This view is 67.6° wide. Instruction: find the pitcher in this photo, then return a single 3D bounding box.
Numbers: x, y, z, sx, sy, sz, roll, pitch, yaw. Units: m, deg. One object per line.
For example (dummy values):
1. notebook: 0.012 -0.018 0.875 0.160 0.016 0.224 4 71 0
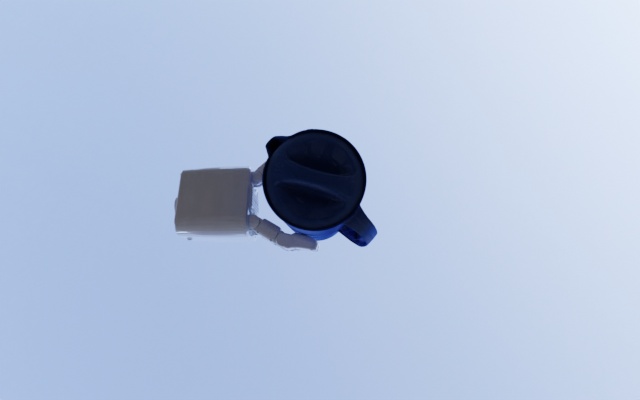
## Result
1. pitcher: 0.000 0.002 0.713 0.145 0.149 0.243 -3 -11 0
